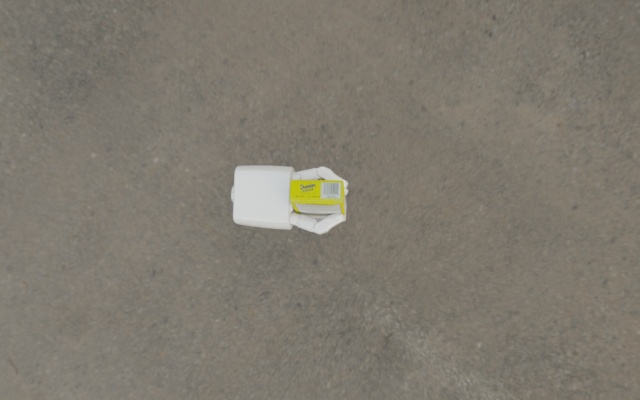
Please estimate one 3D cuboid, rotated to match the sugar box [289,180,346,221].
[{"bbox_3d":[0.000,0.002,0.883,0.093,0.048,0.176,2,-10,4],"label":"sugar box"}]
